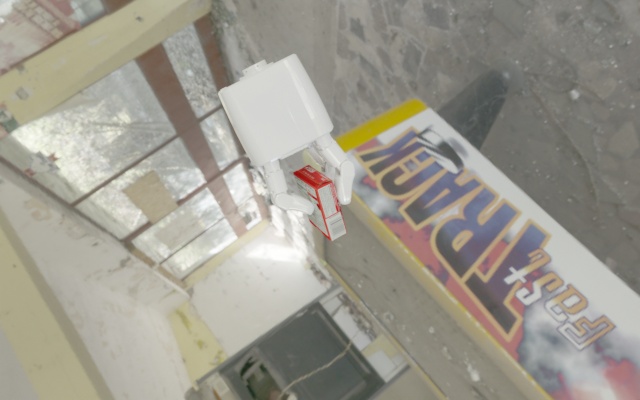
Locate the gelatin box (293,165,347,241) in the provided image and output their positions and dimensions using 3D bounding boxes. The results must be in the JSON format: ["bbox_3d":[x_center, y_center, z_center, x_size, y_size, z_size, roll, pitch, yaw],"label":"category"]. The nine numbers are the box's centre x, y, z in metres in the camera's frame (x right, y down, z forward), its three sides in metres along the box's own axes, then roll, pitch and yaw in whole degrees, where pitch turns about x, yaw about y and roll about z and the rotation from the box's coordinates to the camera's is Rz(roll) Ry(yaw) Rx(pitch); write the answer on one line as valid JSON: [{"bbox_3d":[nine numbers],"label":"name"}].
[{"bbox_3d":[0.000,0.003,0.668,0.030,0.089,0.073,-26,29,-17],"label":"gelatin box"}]
